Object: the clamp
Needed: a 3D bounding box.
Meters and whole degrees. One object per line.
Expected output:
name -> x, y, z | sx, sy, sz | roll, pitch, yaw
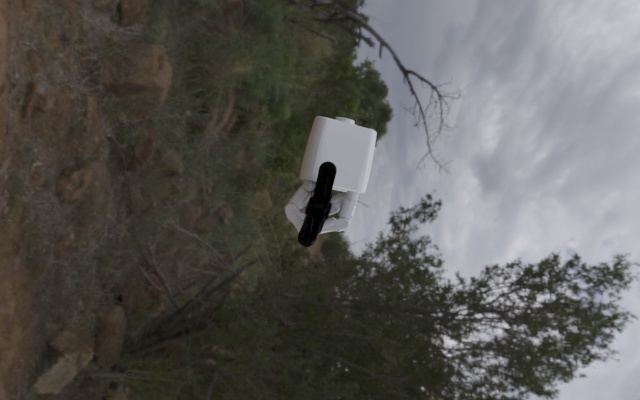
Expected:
clamp -> 0.001, 0.003, 0.719 | 0.039, 0.120, 0.171 | 23, 3, 0
